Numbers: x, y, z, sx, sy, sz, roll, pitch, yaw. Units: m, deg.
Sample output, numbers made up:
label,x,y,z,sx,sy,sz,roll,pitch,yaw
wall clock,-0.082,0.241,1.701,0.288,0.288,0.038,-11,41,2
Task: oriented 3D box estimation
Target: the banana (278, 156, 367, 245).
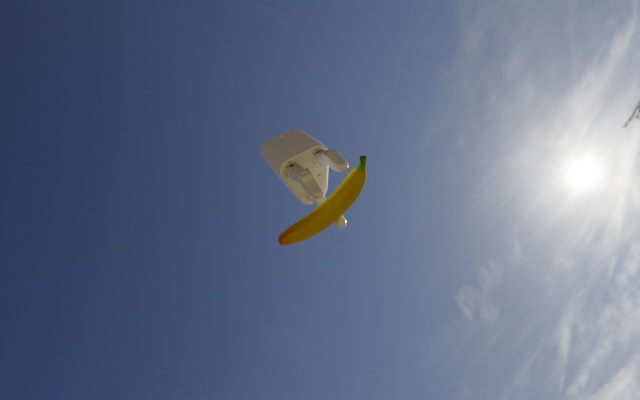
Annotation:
label,x,y,z,sx,sy,sz,roll,pitch,yaw
banana,0.012,0.009,0.796,0.037,0.198,0.070,45,2,43
